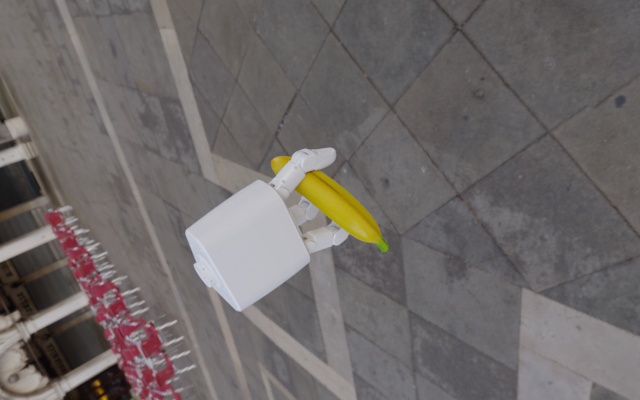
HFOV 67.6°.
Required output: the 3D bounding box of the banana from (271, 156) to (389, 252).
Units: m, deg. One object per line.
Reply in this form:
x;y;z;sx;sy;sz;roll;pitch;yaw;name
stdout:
0.002;-0.005;0.589;0.197;0.037;0.070;40;-20;21;banana
